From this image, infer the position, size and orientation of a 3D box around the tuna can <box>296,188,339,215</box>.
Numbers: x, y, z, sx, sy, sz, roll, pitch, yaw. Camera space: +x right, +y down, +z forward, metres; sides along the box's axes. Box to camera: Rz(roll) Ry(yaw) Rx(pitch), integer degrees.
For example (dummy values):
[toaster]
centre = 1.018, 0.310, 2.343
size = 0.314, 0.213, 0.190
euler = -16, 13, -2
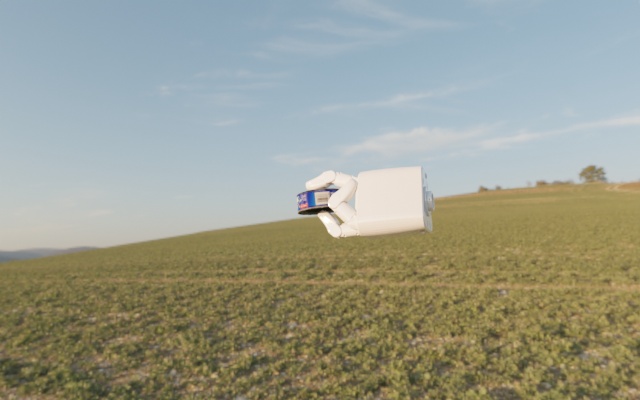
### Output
[tuna can]
centre = 0.000, 0.002, 0.851
size = 0.086, 0.033, 0.086
euler = -6, -9, -1
